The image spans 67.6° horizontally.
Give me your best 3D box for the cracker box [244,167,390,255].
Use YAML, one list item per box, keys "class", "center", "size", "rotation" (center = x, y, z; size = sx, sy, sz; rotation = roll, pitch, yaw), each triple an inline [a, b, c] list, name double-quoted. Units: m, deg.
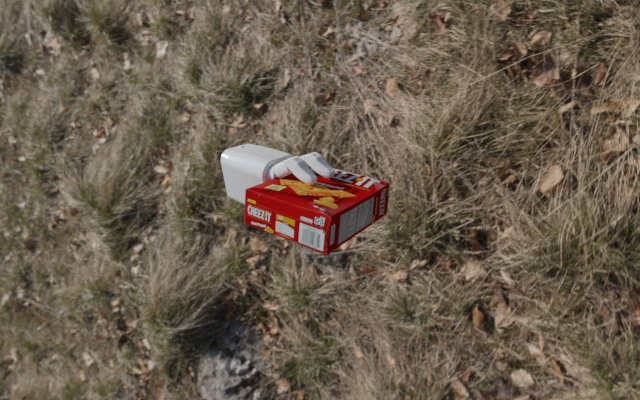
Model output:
- class: "cracker box"
  center: [0.000, 0.003, 0.818]
  size: [0.164, 0.072, 0.213]
  rotation: [18, 25, 28]
